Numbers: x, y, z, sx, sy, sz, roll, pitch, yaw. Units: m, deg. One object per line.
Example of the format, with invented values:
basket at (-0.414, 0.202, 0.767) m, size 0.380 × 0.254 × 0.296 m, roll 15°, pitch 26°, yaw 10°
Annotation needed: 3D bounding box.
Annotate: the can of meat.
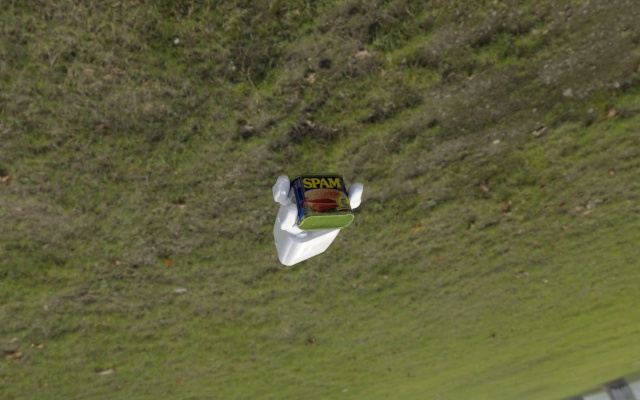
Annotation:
can of meat at (0.000, 0.003, 0.814) m, size 0.102 × 0.084 × 0.057 m, roll -1°, pitch -31°, yaw -24°
